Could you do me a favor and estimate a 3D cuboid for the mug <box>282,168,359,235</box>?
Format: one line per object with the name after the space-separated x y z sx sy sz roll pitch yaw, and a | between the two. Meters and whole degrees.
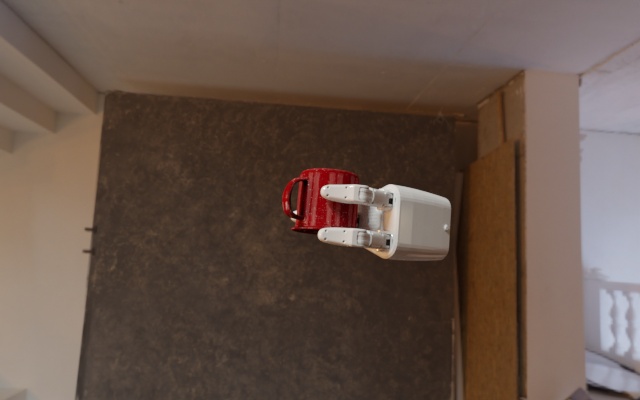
-0.001 0.002 0.641 0.117 0.081 0.093 10 -10 -34 | mug
